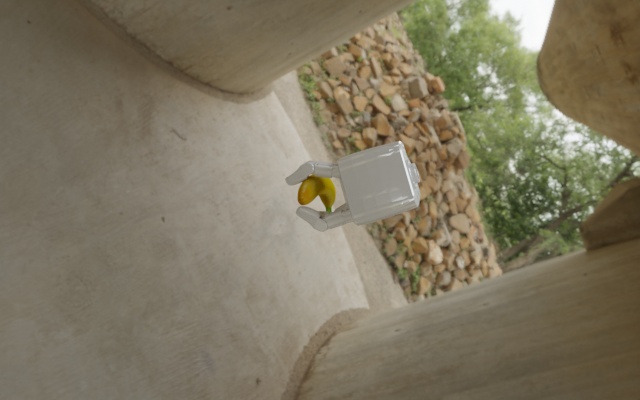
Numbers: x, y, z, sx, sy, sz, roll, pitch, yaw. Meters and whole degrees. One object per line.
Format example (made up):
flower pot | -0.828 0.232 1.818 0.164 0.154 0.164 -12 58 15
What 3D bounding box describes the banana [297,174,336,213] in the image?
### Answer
banana | -0.001 -0.015 0.858 0.037 0.069 0.198 -10 -11 15
